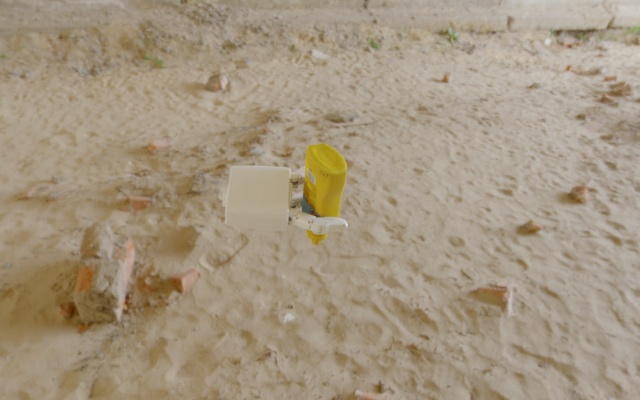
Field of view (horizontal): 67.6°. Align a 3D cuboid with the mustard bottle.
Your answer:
[{"bbox_3d":[0.000,0.003,0.847,0.058,0.192,0.096,-12,40,-25],"label":"mustard bottle"}]
